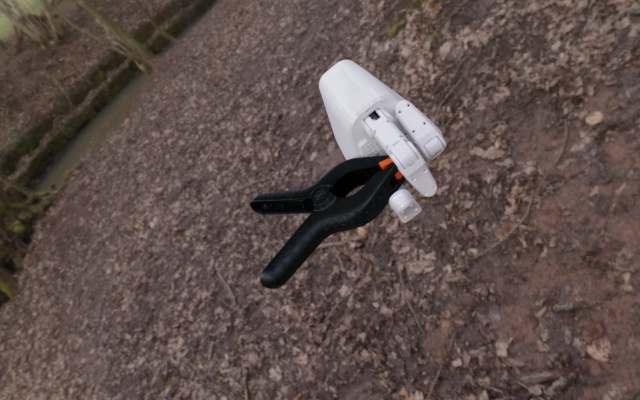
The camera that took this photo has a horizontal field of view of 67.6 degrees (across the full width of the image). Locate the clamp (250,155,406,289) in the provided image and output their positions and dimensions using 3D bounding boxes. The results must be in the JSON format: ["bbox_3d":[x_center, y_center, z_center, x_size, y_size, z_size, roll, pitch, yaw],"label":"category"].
[{"bbox_3d":[0.000,0.001,0.476,0.171,0.120,0.039,-33,-42,3],"label":"clamp"}]
